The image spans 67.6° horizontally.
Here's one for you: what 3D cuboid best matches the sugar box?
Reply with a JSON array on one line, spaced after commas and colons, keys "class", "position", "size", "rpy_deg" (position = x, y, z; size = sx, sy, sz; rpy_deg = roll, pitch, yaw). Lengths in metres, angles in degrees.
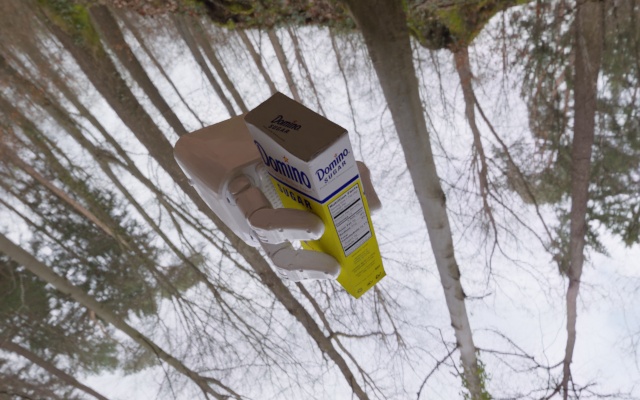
[{"class": "sugar box", "position": [0.000, 0.002, 0.412], "size": [0.048, 0.176, 0.093], "rpy_deg": [-39, 46, -15]}]
